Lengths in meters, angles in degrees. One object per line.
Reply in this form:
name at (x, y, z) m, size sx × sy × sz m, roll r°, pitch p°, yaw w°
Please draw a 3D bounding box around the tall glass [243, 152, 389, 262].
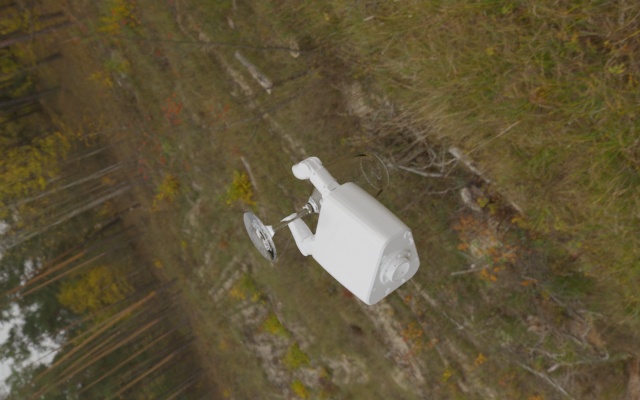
tall glass at (-0.001, 0.002, 0.652) m, size 0.201 × 0.079 × 0.079 m, roll -30°, pitch 13°, yaw -25°
